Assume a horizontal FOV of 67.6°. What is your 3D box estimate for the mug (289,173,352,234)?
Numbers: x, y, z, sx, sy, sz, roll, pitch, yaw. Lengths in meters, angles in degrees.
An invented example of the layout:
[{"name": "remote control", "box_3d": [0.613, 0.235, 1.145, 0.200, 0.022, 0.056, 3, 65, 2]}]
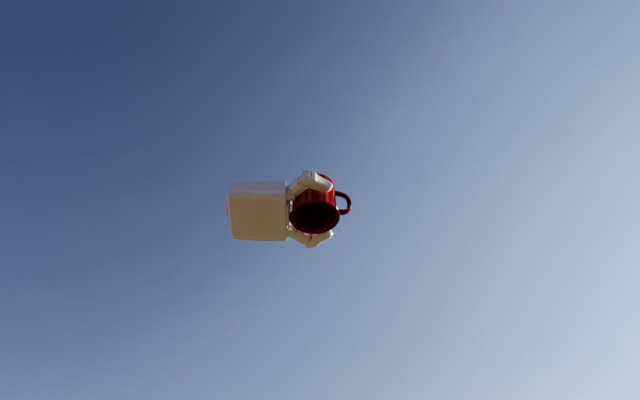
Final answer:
[{"name": "mug", "box_3d": [0.002, 0.003, 0.898, 0.117, 0.081, 0.093, 0, -43, -2]}]
